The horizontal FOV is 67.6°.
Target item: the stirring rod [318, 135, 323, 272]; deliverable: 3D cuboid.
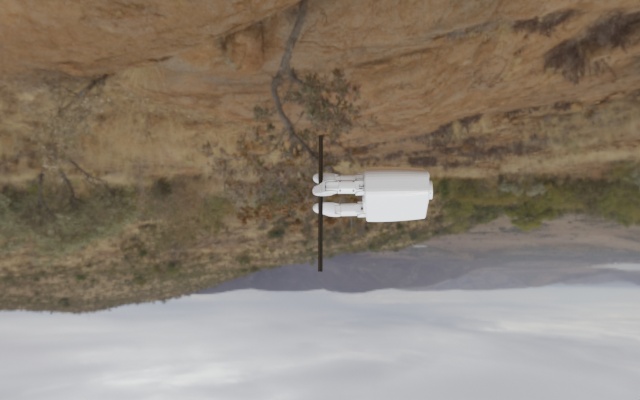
[{"bbox_3d":[0.000,0.003,0.834,0.011,0.239,0.011,0,-10,0],"label":"stirring rod"}]
